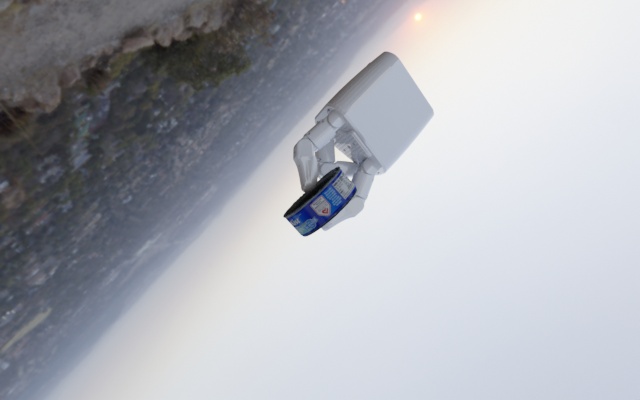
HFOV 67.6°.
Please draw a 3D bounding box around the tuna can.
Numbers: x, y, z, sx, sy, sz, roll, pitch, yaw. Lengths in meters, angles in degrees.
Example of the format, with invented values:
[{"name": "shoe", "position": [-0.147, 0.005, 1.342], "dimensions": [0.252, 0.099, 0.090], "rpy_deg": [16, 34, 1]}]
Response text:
[{"name": "tuna can", "position": [0.000, 0.002, 0.545], "dimensions": [0.086, 0.034, 0.086], "rpy_deg": [-41, 8, 7]}]
